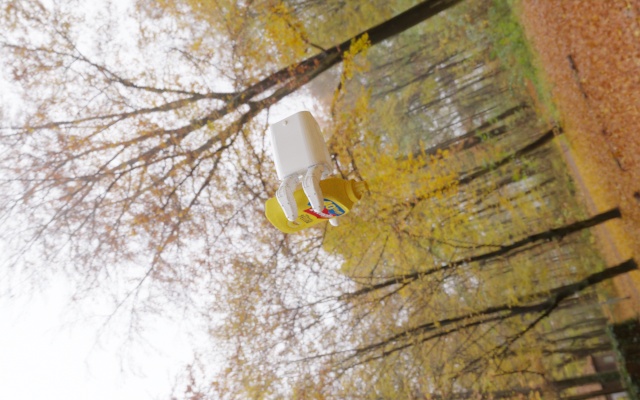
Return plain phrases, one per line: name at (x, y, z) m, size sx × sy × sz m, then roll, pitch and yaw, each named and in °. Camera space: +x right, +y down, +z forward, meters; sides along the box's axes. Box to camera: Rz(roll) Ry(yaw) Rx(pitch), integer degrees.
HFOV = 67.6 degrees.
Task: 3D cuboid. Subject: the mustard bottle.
mustard bottle at (0.000, 0.003, 0.879) m, size 0.191 × 0.058 × 0.096 m, roll -21°, pitch -37°, yaw 25°
